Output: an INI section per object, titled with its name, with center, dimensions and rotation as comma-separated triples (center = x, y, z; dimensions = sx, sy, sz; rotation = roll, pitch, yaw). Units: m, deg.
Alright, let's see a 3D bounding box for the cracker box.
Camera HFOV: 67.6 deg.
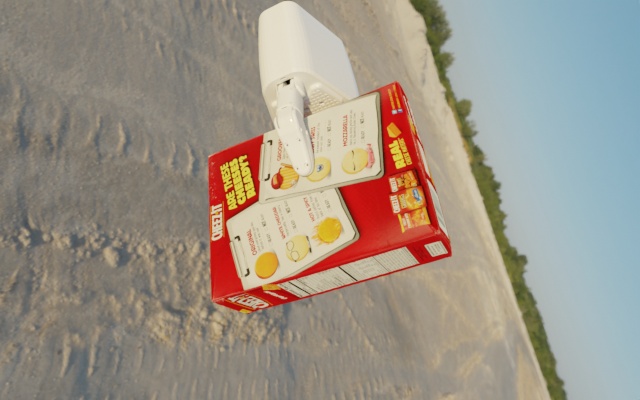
[cracker box]
center = 0.000, 0.001, 0.460
dimensions = 0.214, 0.164, 0.072
rotation = -19, -32, 18
